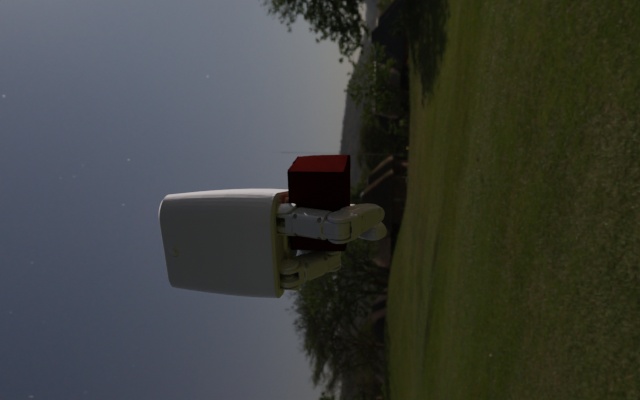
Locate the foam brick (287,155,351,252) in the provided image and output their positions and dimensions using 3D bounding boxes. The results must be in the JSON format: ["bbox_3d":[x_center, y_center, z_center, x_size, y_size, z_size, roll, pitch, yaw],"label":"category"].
[{"bbox_3d":[0.000,0.001,0.440,0.051,0.078,0.053,2,21,9],"label":"foam brick"}]
